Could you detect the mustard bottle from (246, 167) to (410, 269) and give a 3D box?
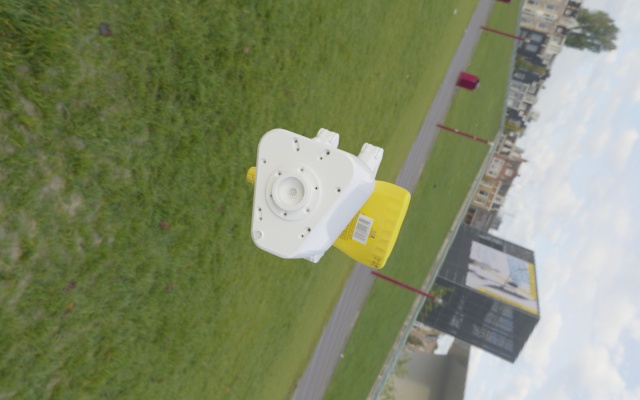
[{"bbox_3d":[0.000,0.002,0.559,0.191,0.096,0.058,21,27,13],"label":"mustard bottle"}]
